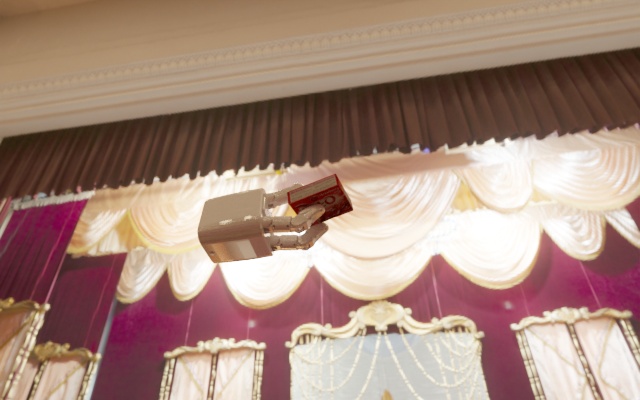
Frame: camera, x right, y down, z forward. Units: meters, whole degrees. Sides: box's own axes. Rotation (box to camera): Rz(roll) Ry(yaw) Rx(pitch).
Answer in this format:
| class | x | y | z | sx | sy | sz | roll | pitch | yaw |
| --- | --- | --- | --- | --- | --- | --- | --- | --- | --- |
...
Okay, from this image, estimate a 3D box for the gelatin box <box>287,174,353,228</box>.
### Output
| class | x | y | z | sx | sy | sz | roll | pitch | yaw |
| --- | --- | --- | --- | --- | --- | --- | --- | --- | --- |
| gelatin box | 0.000 | 0.002 | 0.782 | 0.089 | 0.030 | 0.073 | -21 | -42 | 11 |
